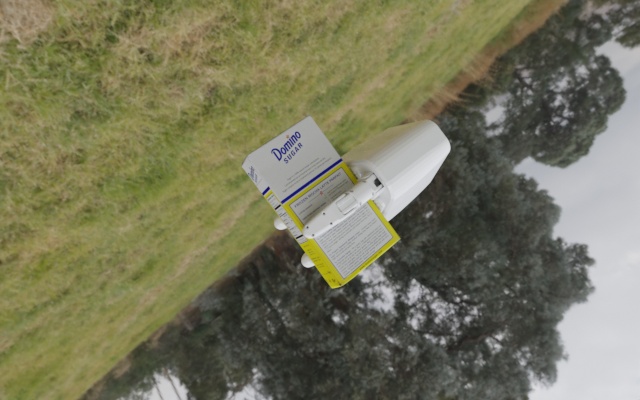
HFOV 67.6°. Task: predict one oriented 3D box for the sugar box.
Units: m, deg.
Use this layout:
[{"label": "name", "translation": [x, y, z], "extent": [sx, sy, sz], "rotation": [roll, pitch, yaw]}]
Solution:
[{"label": "sugar box", "translation": [0.000, 0.002, 0.542], "extent": [0.093, 0.176, 0.048], "rotation": [-36, -1, -23]}]
